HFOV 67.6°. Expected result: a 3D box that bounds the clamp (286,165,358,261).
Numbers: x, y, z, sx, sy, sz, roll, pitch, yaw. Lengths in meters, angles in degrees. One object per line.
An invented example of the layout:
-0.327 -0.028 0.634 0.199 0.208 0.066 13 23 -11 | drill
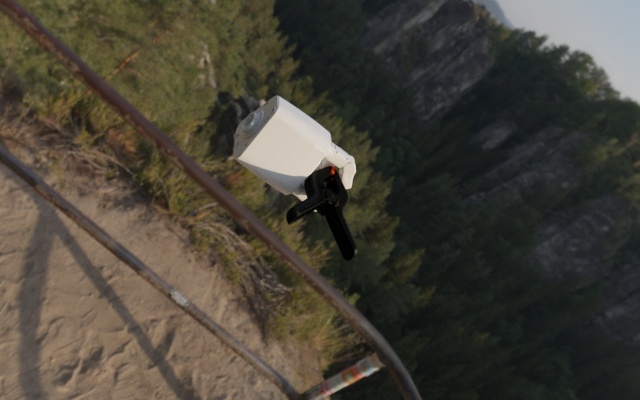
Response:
0.001 0.002 0.715 0.120 0.171 0.039 34 -58 -31 | clamp
